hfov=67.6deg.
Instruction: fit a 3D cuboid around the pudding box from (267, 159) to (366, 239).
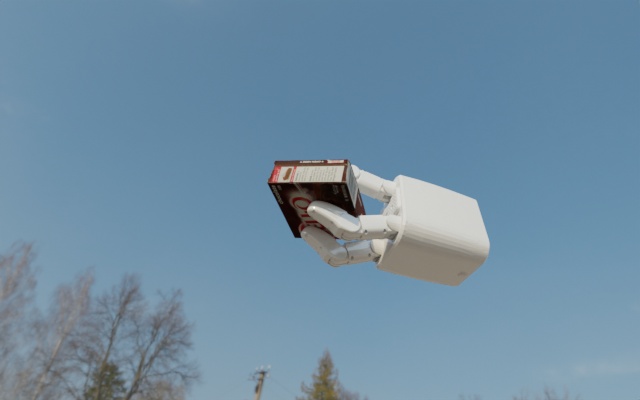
[{"bbox_3d":[0.000,0.002,0.551,0.090,0.039,0.114,0,-40,17],"label":"pudding box"}]
